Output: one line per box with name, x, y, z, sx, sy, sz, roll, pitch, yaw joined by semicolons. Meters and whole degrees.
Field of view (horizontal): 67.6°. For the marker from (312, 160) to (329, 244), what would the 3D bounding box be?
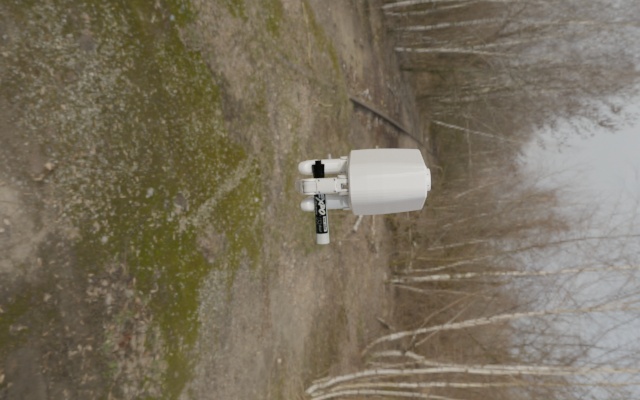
marker;0.000;0.002;0.692;0.020;0.121;0.020;-3;5;0
